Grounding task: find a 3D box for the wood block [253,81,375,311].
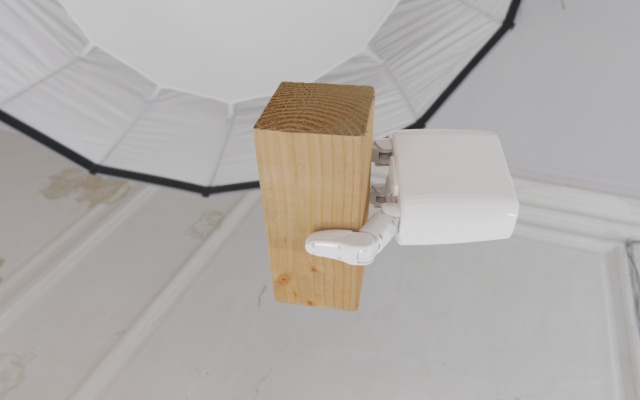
[{"bbox_3d":[0.000,0.002,0.461,0.090,0.206,0.090,5,39,9],"label":"wood block"}]
